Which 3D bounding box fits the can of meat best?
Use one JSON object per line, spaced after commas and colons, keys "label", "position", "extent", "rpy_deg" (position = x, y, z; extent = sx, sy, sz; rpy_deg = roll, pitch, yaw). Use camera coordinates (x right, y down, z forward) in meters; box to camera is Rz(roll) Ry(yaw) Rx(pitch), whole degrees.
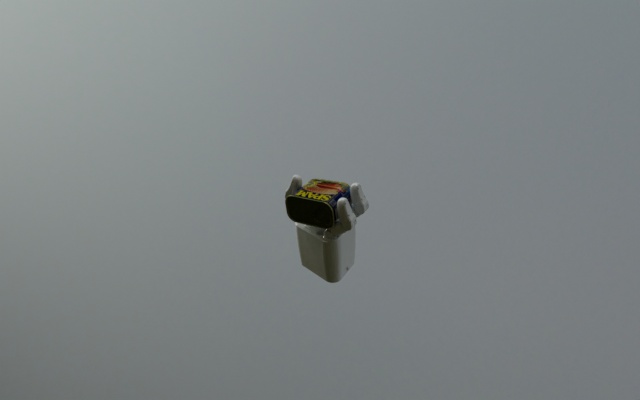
{"label": "can of meat", "position": [0.000, 0.003, 0.891], "extent": [0.102, 0.057, 0.084], "rpy_deg": [11, 34, 30]}
